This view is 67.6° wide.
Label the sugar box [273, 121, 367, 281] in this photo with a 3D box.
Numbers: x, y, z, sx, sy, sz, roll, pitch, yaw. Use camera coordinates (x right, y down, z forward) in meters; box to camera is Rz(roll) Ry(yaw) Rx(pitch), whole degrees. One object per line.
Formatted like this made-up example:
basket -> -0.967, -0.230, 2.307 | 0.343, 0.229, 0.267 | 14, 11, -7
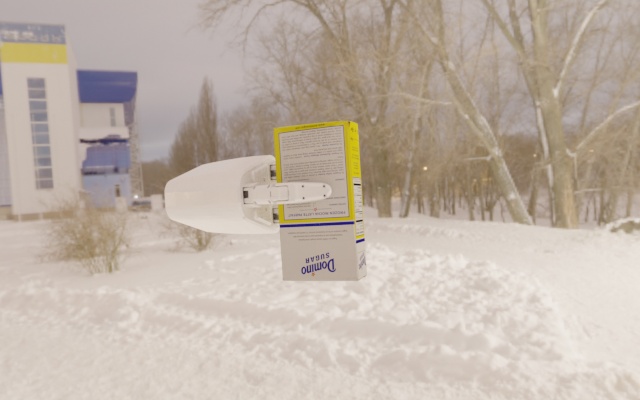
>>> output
sugar box -> 0.000, 0.002, 0.545 | 0.093, 0.176, 0.048 | -3, 2, 21
